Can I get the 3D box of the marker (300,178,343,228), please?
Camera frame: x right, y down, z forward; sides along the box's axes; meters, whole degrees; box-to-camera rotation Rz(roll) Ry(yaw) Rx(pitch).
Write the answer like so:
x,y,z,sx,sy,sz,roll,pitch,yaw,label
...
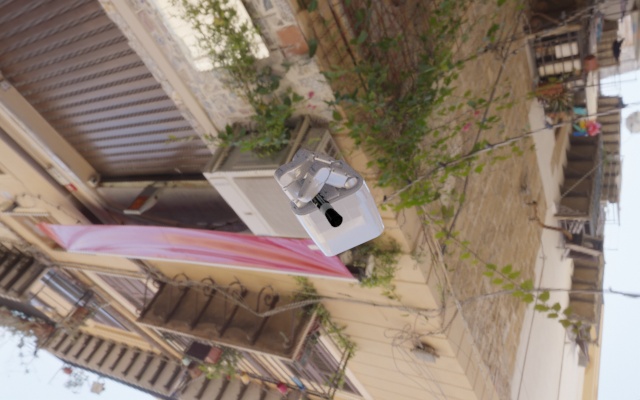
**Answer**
x,y,z,sx,sy,sz,roll,pitch,yaw,label
0.000,0.002,0.667,0.020,0.020,0.121,0,27,-26,marker
